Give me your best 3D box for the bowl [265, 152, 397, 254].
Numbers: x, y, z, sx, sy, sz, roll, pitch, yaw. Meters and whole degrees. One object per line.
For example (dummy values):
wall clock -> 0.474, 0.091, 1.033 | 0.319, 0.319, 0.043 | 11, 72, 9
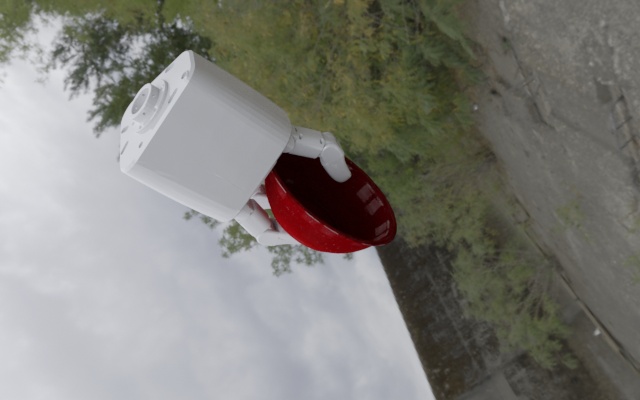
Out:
bowl -> 0.001, 0.002, 0.499 | 0.162, 0.162, 0.055 | 0, -44, -50
